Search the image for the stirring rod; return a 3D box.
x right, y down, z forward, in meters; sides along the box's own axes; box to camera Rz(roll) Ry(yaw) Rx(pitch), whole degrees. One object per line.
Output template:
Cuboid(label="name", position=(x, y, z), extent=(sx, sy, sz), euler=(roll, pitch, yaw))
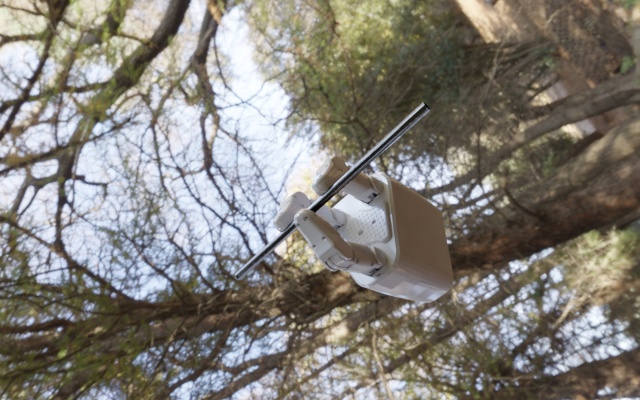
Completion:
Cuboid(label="stirring rod", position=(0.000, 0.001, 0.413), extent=(0.239, 0.011, 0.011), euler=(-42, -22, 26))
